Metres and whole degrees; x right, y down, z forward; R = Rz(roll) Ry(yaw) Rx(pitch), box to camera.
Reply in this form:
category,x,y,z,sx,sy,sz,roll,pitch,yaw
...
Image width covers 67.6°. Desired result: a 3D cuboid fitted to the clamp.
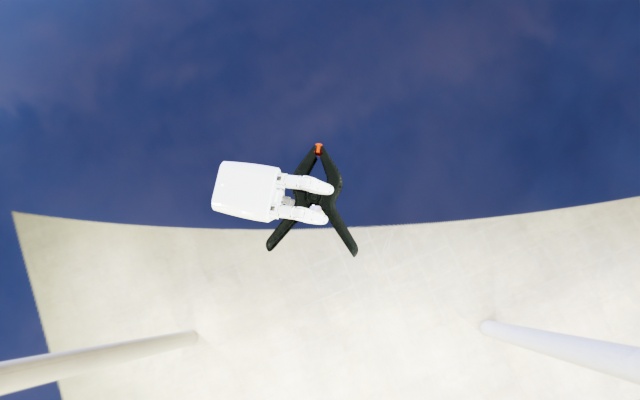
category,x,y,z,sx,sy,sz,roll,pitch,yaw
clamp,0.000,0.002,0.863,0.164,0.210,0.036,10,-10,7
